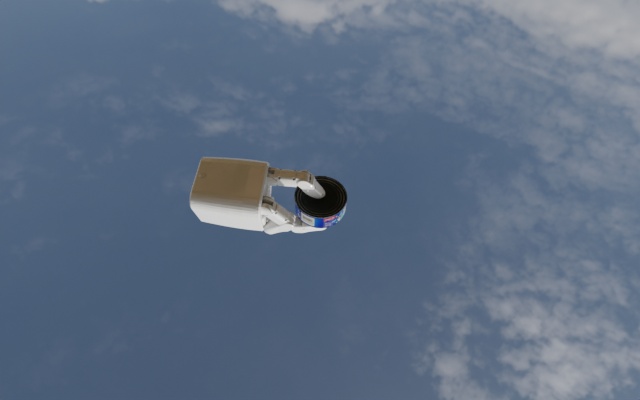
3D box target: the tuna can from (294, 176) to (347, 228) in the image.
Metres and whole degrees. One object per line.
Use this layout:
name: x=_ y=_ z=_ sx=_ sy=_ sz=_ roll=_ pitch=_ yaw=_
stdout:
tuna can: x=0.000 y=0.003 z=0.782 sx=0.086 sy=0.086 sz=0.034 roll=0 pitch=-37 yaw=-2
